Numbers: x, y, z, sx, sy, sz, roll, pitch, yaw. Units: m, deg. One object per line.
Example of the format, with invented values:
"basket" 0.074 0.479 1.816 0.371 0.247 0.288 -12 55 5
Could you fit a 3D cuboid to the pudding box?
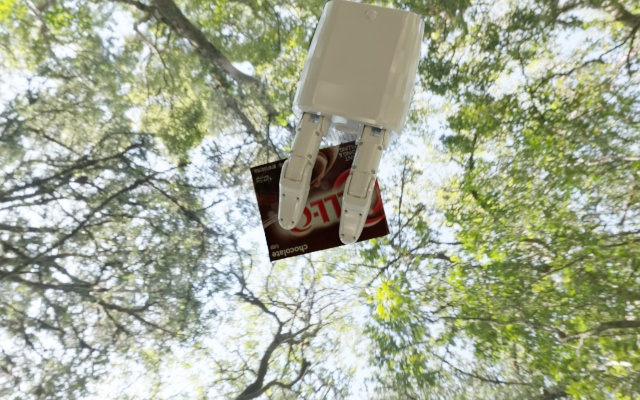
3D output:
"pudding box" 0.000 0.001 0.442 0.113 0.090 0.039 -14 -8 7
